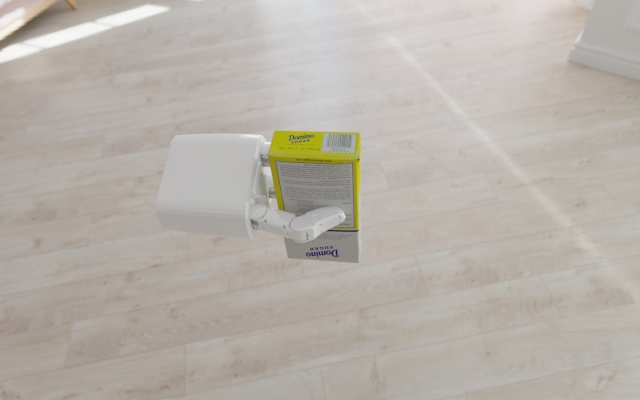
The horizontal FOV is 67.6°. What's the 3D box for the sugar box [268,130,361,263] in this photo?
[{"bbox_3d":[0.000,0.001,0.543,0.093,0.048,0.176,3,-40,7],"label":"sugar box"}]
